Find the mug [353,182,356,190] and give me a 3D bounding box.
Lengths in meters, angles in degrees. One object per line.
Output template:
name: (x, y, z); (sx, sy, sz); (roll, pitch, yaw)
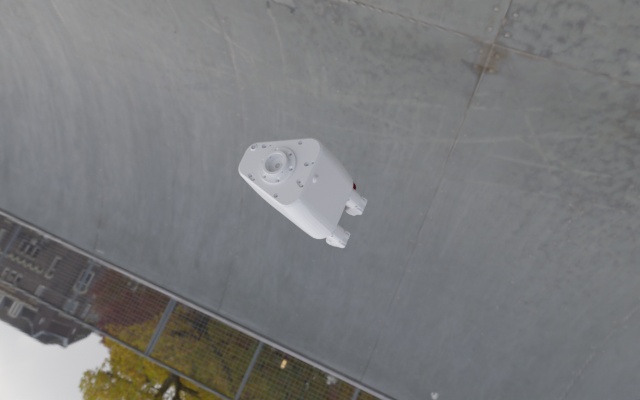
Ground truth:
mug: (0.001, 0.003, 0.728); (0.093, 0.081, 0.117); (18, -15, 31)
